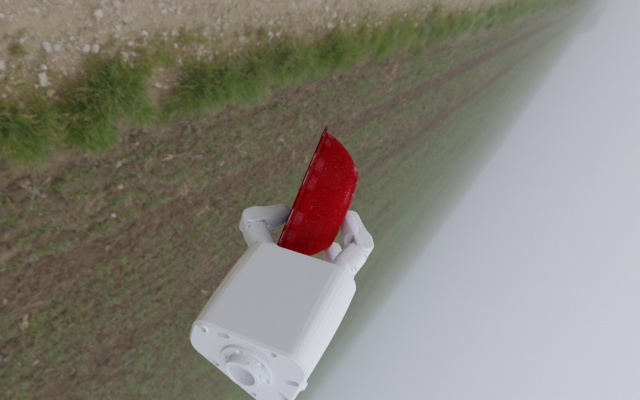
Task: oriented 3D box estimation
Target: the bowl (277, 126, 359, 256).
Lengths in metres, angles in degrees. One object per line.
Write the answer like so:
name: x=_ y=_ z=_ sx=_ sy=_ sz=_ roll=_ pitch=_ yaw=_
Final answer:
bowl: x=0.001 y=0.001 z=0.533 sx=0.055 sy=0.162 sz=0.162 roll=22 pitch=-1 yaw=-3
